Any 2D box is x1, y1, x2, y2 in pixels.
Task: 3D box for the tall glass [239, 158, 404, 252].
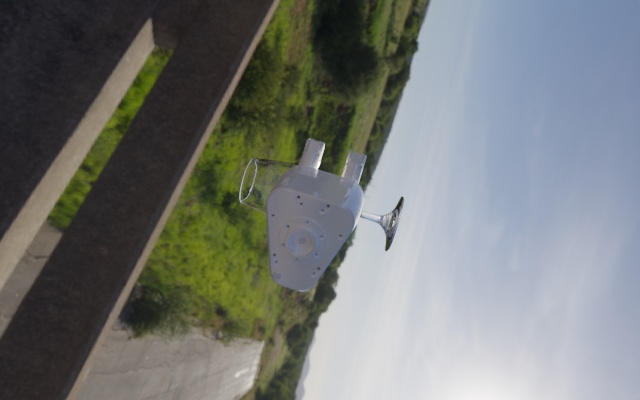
[{"bbox_3d":[0.001,0.002,0.616,0.201,0.079,0.079,17,1,3],"label":"tall glass"}]
